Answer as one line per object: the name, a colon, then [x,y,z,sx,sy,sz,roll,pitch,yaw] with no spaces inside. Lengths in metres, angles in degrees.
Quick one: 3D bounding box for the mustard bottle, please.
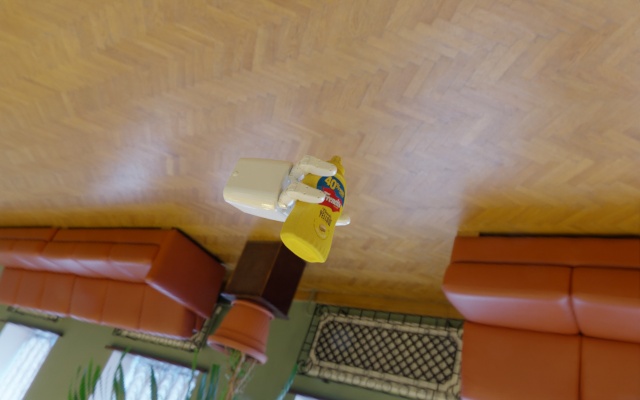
mustard bottle: [0.000,0.003,0.818,0.058,0.191,0.096,-6,-38,40]
